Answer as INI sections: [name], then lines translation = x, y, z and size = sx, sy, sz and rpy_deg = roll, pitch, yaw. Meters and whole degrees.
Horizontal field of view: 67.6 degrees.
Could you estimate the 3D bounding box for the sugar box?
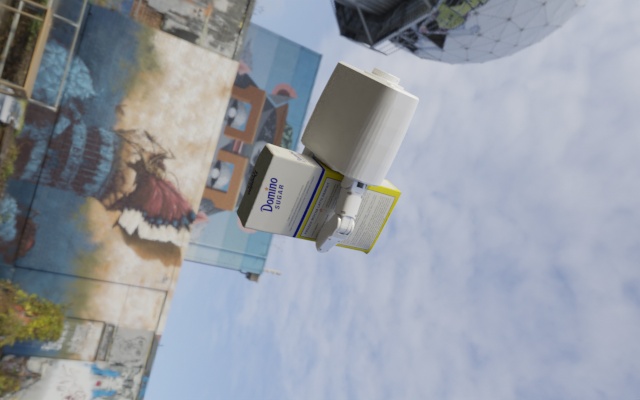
[sugar box]
translation = 0.000, 0.002, 0.565
size = 0.176, 0.093, 0.048
rpy_deg = 16, 19, -27
